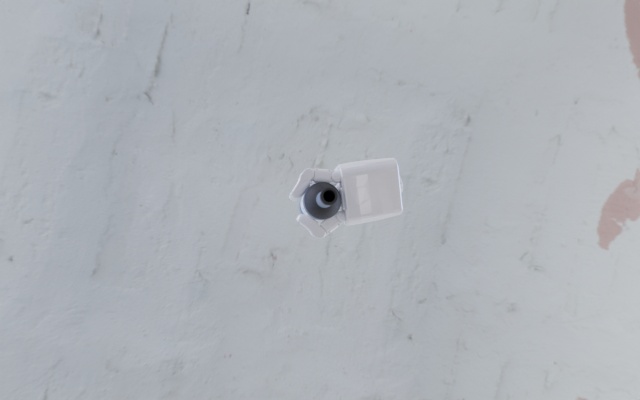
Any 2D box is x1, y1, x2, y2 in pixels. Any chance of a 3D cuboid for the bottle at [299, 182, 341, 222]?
[{"bbox_3d":[0.000,0.003,0.868,0.069,0.069,0.296,0,-4,-5],"label":"bottle"}]
